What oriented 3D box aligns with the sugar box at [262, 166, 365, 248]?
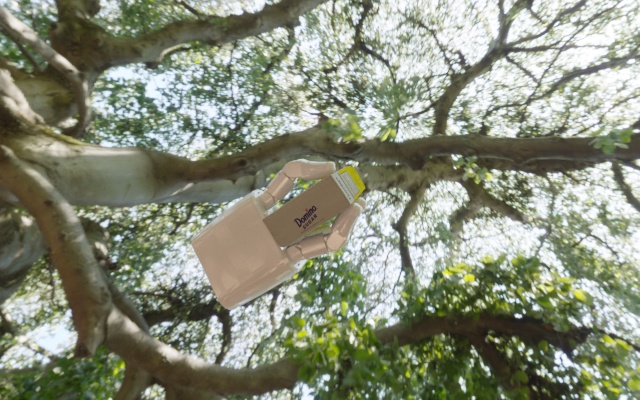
[{"bbox_3d":[0.000,0.002,0.584,0.093,0.048,0.176,-33,3,14],"label":"sugar box"}]
